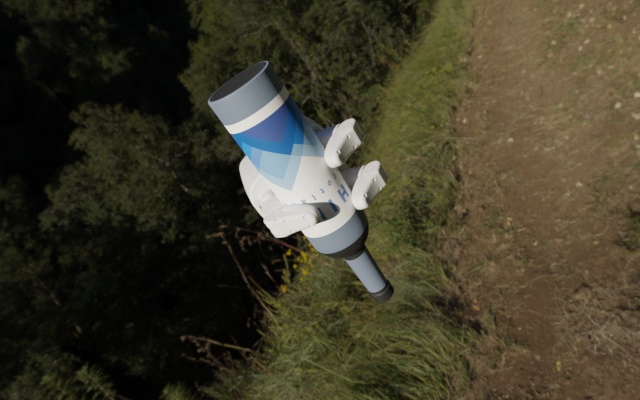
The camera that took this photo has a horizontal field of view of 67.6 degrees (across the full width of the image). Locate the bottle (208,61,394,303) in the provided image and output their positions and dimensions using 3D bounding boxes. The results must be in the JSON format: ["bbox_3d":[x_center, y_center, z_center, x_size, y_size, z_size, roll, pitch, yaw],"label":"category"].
[{"bbox_3d":[0.000,0.001,0.495,0.069,0.296,0.069,-27,28,15],"label":"bottle"}]
